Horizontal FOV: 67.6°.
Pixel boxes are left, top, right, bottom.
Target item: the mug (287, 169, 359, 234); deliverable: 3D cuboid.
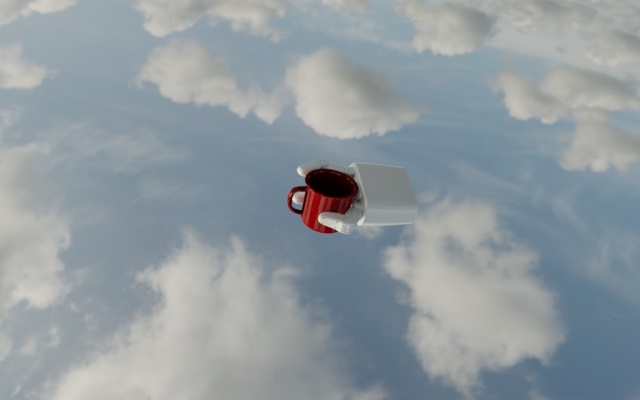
[{"bbox_3d":[-0.001,0.003,0.824,0.117,0.081,0.093,2,35,-17],"label":"mug"}]
